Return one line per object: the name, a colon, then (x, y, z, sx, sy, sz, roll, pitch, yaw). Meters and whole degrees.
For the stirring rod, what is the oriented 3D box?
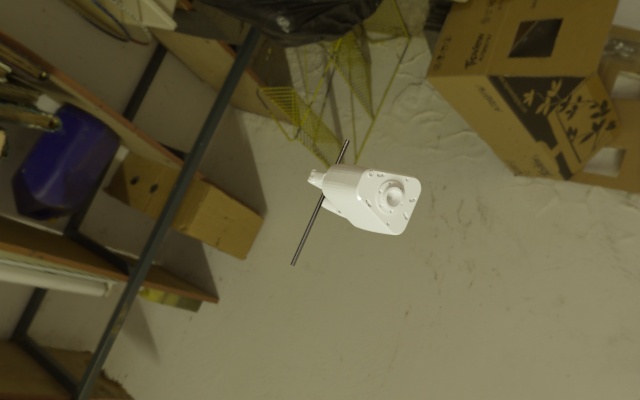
stirring rod: (0.000, 0.003, 0.835, 0.011, 0.239, 0.011, 24, -6, 2)
